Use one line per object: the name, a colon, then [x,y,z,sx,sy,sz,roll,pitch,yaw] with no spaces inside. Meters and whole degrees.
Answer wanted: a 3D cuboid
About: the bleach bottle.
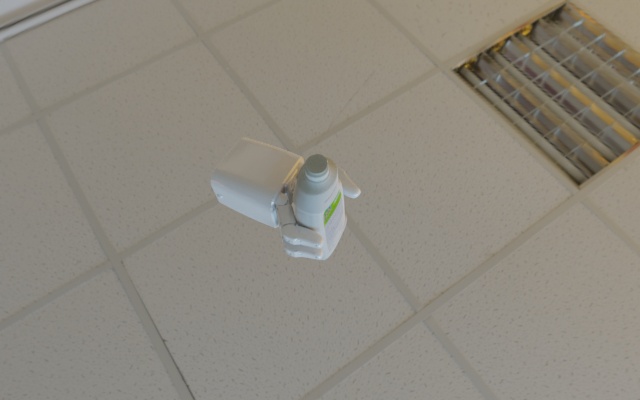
bleach bottle: [0.000,0.002,0.704,0.068,0.102,0.251,21,-24,10]
